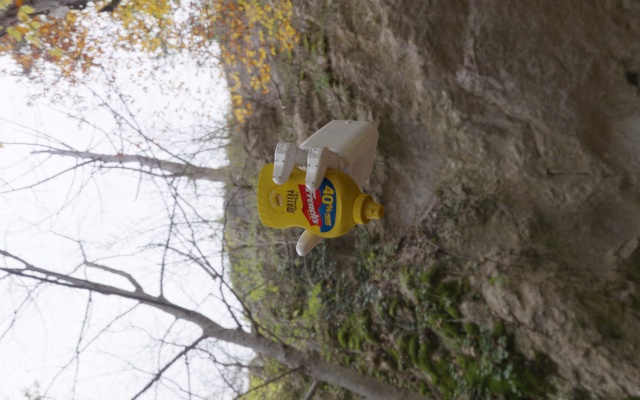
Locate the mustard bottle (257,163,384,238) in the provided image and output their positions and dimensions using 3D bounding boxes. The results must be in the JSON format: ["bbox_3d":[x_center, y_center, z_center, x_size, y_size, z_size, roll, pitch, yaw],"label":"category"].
[{"bbox_3d":[0.000,0.002,0.678,0.191,0.096,0.058,9,13,31],"label":"mustard bottle"}]
